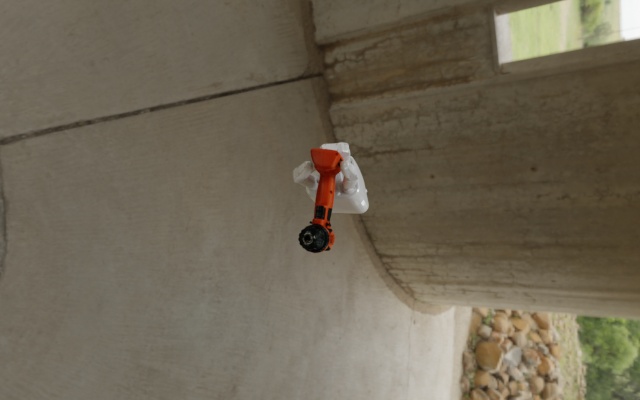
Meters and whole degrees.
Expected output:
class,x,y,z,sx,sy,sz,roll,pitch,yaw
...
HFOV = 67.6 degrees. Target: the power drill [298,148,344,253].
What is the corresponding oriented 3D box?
class,x,y,z,sx,sy,sz,roll,pitch,yaw
power drill,0.000,0.002,0.878,0.057,0.187,0.184,7,-4,8
